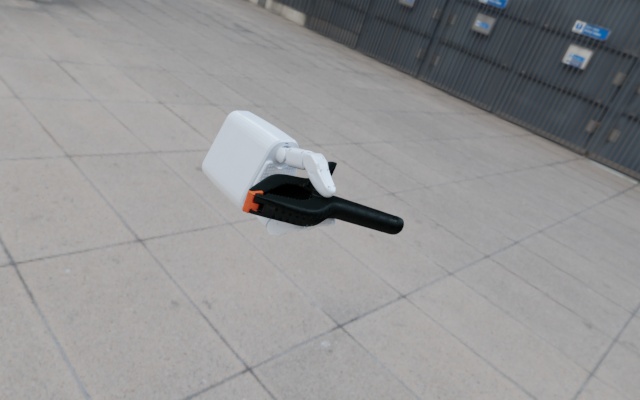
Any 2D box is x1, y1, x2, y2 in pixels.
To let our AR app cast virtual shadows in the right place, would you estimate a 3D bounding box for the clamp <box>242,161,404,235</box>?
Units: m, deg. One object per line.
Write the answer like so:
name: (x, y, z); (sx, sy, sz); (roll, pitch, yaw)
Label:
clamp: (0.000, 0.001, 0.610); (0.210, 0.036, 0.164); (-9, 39, -47)
